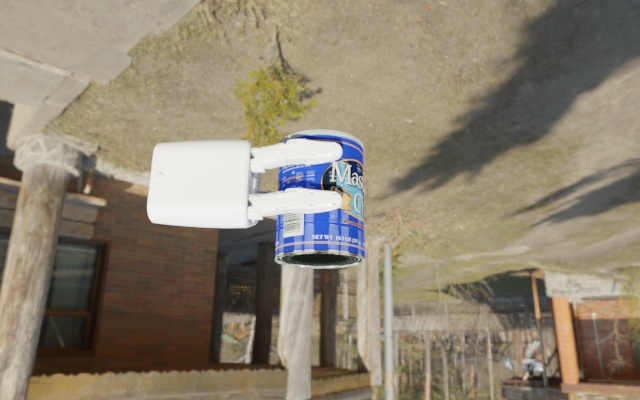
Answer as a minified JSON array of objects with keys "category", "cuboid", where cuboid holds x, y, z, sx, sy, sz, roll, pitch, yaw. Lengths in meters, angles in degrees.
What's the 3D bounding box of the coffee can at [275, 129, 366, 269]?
[{"category":"coffee can","cuboid":[0.000,0.002,0.556,0.103,0.140,0.103,1,-17,0]}]
